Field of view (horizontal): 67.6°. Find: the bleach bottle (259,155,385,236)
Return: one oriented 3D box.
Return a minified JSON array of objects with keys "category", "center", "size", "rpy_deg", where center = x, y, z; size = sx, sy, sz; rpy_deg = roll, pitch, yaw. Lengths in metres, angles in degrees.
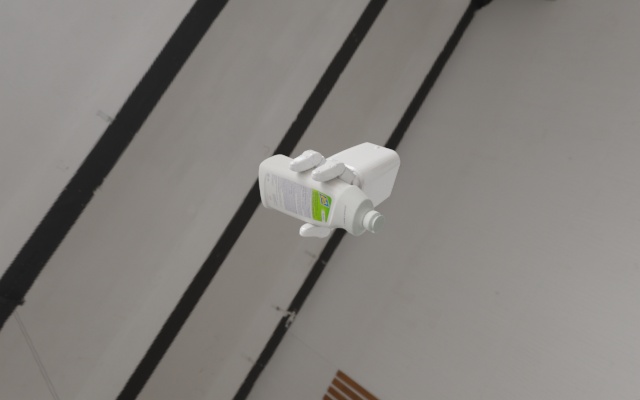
[{"category":"bleach bottle","center":[0.000,0.002,0.789],"size":[0.068,0.103,0.250],"rpy_deg":[-28,38,-35]}]
